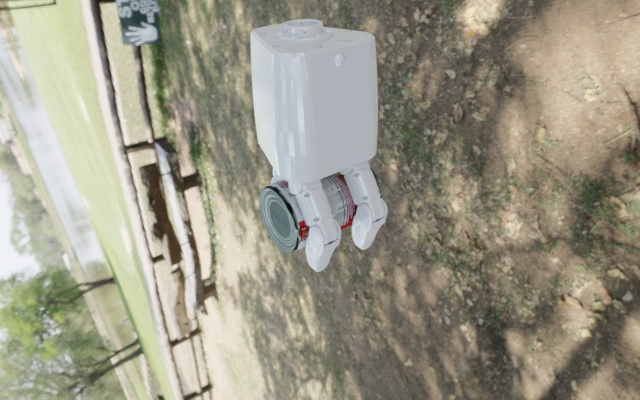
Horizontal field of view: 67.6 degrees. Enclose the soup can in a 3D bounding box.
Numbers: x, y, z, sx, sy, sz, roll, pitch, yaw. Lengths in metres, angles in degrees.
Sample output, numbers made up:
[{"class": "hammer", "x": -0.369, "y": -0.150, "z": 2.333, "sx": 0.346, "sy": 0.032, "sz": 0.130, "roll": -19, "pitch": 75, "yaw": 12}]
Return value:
[{"class": "soup can", "x": 0.000, "y": 0.002, "z": 0.467, "sx": 0.102, "sy": 0.068, "sz": 0.068, "roll": -23, "pitch": 12, "yaw": -30}]
